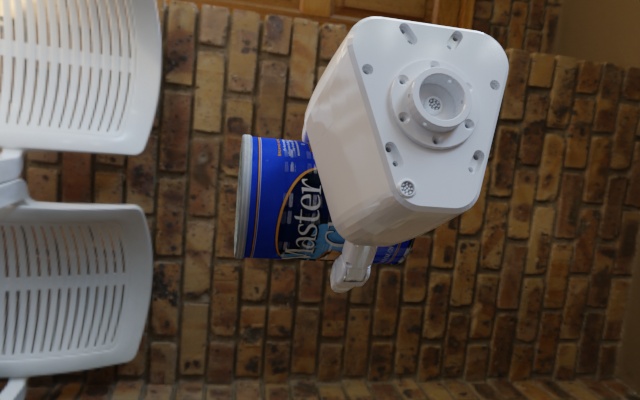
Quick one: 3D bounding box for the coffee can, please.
[{"bbox_3d":[0.000,0.001,0.409,0.140,0.103,0.103,4,-1,-11],"label":"coffee can"}]
